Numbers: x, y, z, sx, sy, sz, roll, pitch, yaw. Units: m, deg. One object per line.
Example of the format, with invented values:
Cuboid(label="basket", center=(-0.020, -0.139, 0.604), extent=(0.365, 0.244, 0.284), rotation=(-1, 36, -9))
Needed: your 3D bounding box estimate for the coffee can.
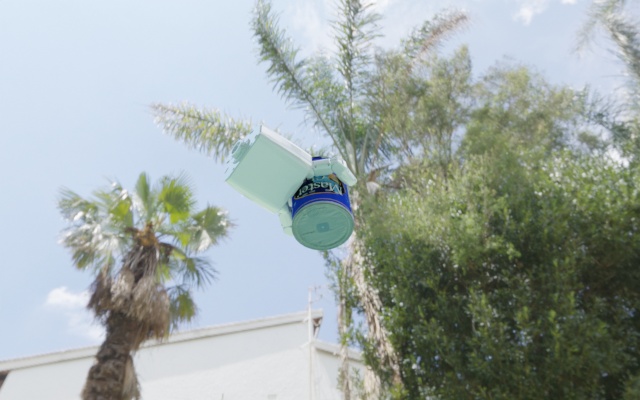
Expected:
Cuboid(label="coffee can", center=(0.000, 0.003, 0.835), extent=(0.103, 0.103, 0.140), rotation=(0, 37, -4))
